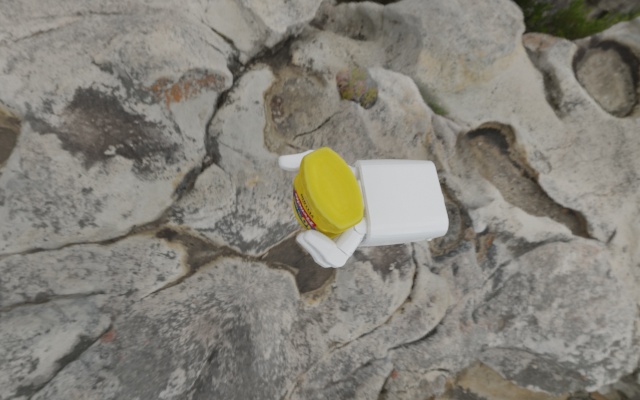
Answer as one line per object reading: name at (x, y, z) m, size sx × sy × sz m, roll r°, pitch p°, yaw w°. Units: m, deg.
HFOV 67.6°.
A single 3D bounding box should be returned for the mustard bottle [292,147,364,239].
mustard bottle at (0.000, 0.002, 0.615) m, size 0.058 × 0.096 × 0.192 m, roll -27°, pitch -5°, yaw -13°
